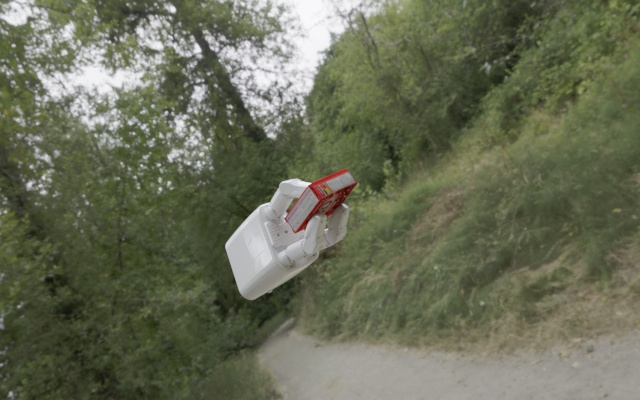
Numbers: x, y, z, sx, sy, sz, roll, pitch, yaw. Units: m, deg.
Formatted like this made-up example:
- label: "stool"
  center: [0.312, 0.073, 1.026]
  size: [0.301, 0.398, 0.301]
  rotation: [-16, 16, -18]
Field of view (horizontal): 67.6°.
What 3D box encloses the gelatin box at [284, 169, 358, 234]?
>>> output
- label: "gelatin box"
  center: [0.000, 0.002, 0.651]
  size: [0.073, 0.030, 0.089]
  rotation: [-25, -19, -40]
